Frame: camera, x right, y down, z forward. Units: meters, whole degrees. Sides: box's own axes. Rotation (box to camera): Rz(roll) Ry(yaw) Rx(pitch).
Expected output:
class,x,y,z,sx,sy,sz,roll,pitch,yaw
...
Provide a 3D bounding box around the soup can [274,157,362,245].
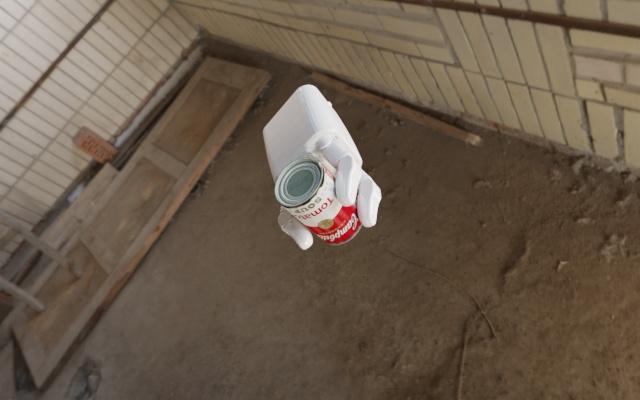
class,x,y,z,sx,sy,sz,roll,pitch,yaw
soup can,0.000,0.002,0.571,0.068,0.068,0.102,0,-28,34
